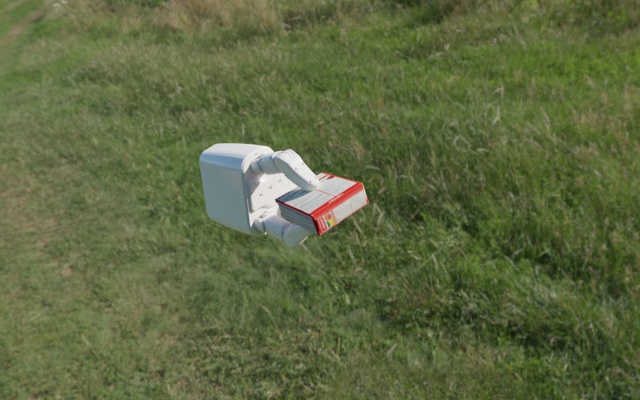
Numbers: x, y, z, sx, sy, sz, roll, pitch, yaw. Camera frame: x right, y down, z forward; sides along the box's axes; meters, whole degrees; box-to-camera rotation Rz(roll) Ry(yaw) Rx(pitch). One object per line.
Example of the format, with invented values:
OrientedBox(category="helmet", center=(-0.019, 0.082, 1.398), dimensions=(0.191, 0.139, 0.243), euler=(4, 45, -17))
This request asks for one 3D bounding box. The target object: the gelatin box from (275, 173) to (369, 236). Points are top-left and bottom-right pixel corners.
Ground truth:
OrientedBox(category="gelatin box", center=(0.000, 0.001, 0.556), dimensions=(0.073, 0.030, 0.089), euler=(-32, 27, -23))
